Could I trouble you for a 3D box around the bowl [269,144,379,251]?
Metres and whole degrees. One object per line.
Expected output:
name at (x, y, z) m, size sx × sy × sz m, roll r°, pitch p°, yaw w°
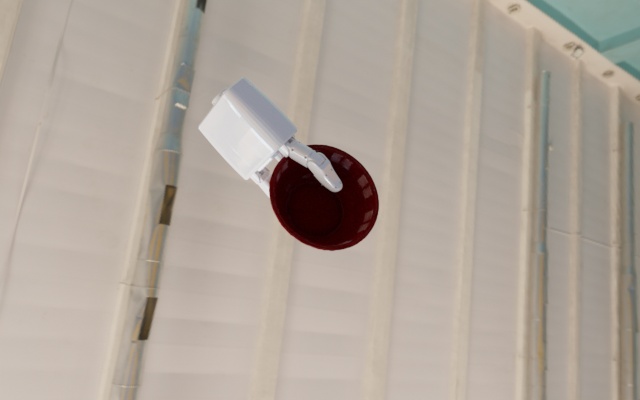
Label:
bowl at (0.001, 0.003, 0.687) m, size 0.162 × 0.162 × 0.055 m, roll 0°, pitch -23°, yaw -19°
